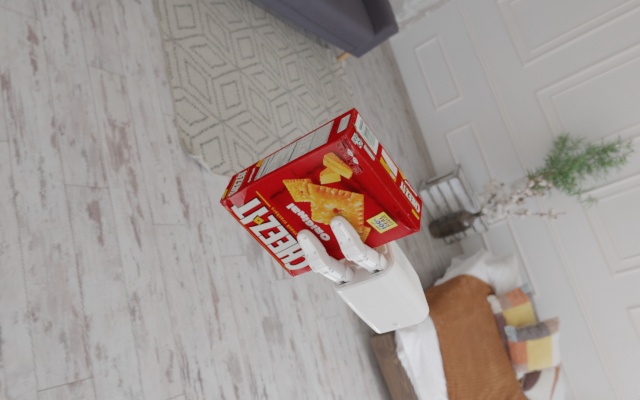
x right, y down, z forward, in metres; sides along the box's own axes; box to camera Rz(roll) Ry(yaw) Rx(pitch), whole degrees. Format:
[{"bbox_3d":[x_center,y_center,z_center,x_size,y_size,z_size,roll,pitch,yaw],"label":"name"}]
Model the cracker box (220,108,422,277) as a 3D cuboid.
[{"bbox_3d":[0.000,0.002,0.631,0.214,0.164,0.072,-25,28,30],"label":"cracker box"}]
